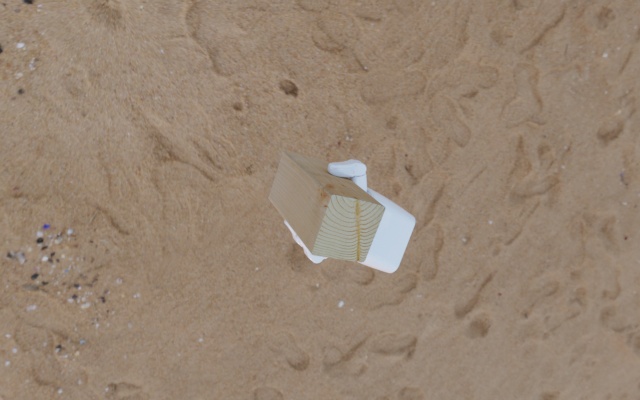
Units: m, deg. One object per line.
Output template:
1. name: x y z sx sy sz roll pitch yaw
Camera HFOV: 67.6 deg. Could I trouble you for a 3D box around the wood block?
1. wood block: 0.001 0.002 0.732 0.090 0.091 0.206 12 16 -28
